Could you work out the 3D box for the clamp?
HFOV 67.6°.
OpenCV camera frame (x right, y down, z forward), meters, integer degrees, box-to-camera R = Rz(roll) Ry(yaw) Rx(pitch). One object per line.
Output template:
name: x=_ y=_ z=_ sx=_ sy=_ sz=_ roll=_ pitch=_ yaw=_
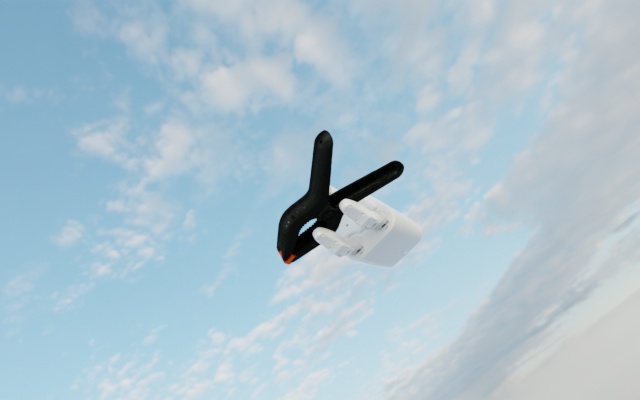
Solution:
clamp: x=0.000 y=0.002 z=0.640 sx=0.164 sy=0.210 sz=0.036 roll=24 pitch=24 yaw=-47
